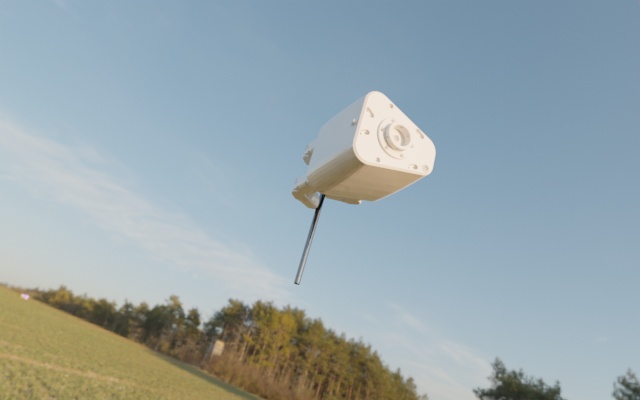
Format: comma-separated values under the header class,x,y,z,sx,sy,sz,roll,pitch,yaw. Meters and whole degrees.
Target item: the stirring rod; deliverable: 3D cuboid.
class,x,y,z,sx,sy,sz,roll,pitch,yaw
stirring rod,0.000,0.002,0.666,0.011,0.239,0.011,14,-24,6
